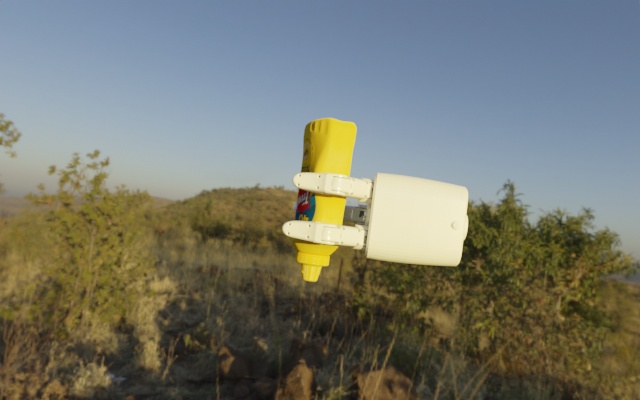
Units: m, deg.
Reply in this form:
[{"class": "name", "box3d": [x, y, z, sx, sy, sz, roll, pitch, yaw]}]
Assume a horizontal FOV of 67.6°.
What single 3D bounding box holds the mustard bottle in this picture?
[{"class": "mustard bottle", "box3d": [0.000, 0.002, 0.581, 0.058, 0.191, 0.096, 8, -2, -19]}]
